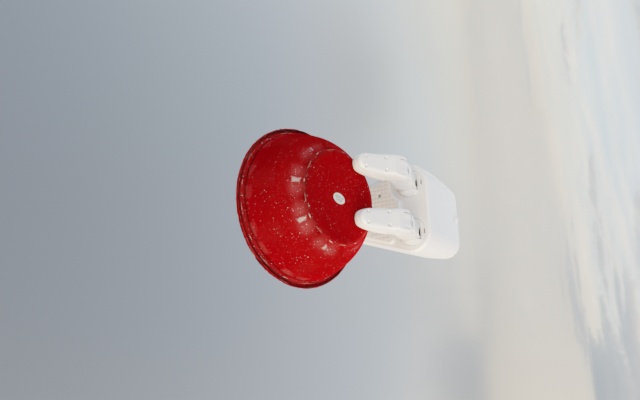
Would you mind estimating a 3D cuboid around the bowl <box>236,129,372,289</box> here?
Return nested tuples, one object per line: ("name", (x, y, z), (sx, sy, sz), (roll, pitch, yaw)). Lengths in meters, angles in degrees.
("bowl", (-0.001, 0.002, 0.458), (0.162, 0.162, 0.055), (0, -11, -45))
